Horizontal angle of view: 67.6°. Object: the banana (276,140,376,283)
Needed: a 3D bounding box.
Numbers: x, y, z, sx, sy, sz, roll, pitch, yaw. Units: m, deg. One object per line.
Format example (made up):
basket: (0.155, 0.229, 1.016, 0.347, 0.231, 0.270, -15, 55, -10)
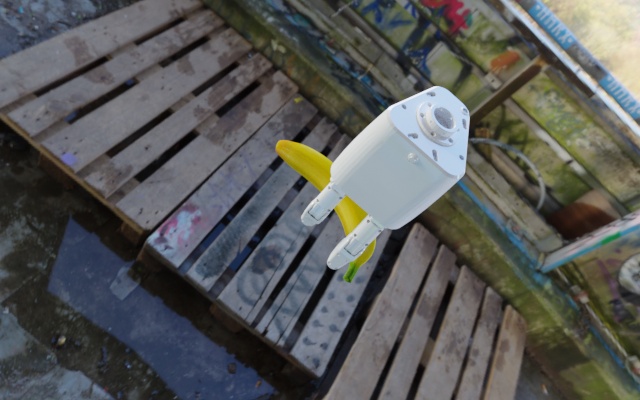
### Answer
banana: (0.017, -0.001, 0.594, 0.069, 0.197, 0.037, -21, -15, -30)
